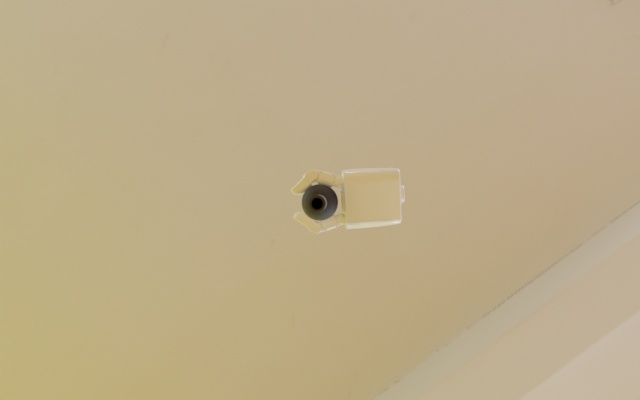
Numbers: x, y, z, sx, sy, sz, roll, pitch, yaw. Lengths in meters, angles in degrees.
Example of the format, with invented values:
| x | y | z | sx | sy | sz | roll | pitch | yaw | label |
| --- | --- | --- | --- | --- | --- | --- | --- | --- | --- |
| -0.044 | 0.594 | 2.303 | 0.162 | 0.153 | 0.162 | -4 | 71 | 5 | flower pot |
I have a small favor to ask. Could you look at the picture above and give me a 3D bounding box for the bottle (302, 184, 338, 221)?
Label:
| x | y | z | sx | sy | sz | roll | pitch | yaw | label |
| --- | --- | --- | --- | --- | --- | --- | --- | --- | --- |
| 0.000 | 0.003 | 0.900 | 0.069 | 0.069 | 0.295 | 0 | 1 | 2 | bottle |
